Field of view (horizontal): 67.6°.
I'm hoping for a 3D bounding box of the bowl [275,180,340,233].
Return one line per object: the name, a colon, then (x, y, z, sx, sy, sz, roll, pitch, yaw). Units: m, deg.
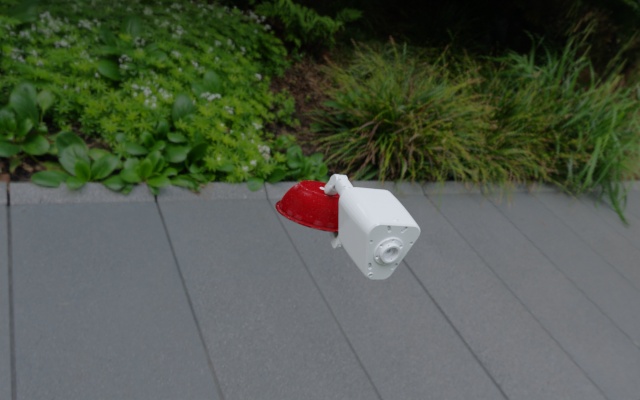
bowl: (-0.001, 0.002, 0.890, 0.162, 0.055, 0.162, 13, 16, -4)
